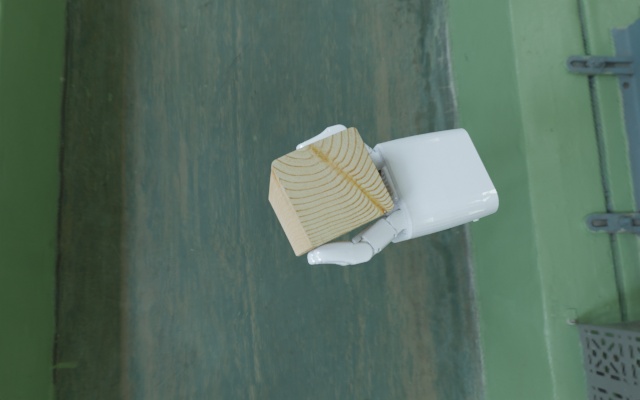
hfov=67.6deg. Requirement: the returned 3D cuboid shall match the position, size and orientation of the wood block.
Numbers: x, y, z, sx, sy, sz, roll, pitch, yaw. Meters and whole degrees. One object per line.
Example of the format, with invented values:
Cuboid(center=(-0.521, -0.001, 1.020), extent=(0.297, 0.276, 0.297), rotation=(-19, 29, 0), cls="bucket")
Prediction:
Cuboid(center=(0.000, 0.001, 0.542), extent=(0.090, 0.091, 0.206), rotation=(-25, -5, -10), cls="wood block")
